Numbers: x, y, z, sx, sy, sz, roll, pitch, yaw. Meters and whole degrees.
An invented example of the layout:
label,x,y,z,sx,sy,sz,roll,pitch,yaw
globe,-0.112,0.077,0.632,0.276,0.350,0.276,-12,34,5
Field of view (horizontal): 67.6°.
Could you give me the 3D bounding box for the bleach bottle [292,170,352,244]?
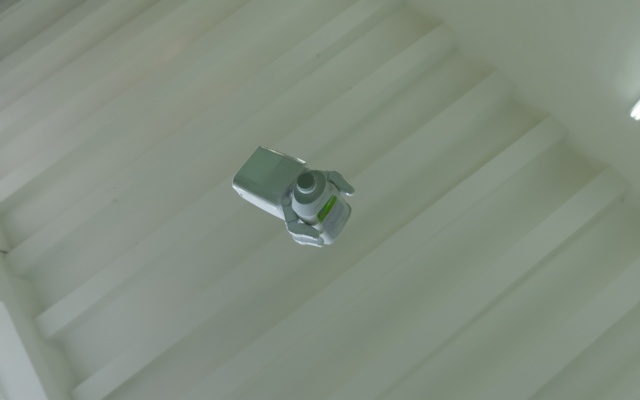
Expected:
label,x,y,z,sx,sy,sz,roll,pitch,yaw
bleach bottle,0.000,0.003,0.868,0.068,0.102,0.251,25,-13,17
